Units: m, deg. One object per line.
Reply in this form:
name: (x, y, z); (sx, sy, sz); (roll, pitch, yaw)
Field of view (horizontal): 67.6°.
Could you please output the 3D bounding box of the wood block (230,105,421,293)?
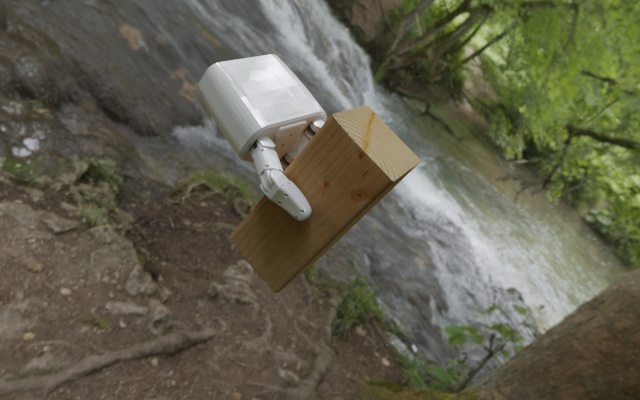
wood block: (0.000, 0.001, 0.540); (0.206, 0.090, 0.091); (-47, -9, 32)
